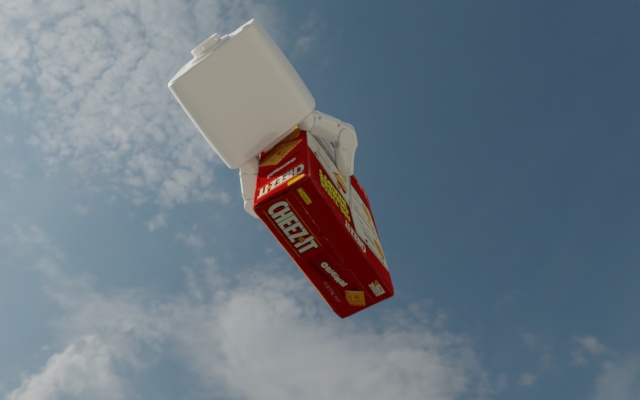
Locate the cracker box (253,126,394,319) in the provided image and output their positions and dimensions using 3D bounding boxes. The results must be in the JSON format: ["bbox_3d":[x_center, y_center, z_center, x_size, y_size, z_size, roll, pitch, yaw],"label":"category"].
[{"bbox_3d":[0.000,0.002,0.545,0.072,0.164,0.213,-30,26,13],"label":"cracker box"}]
